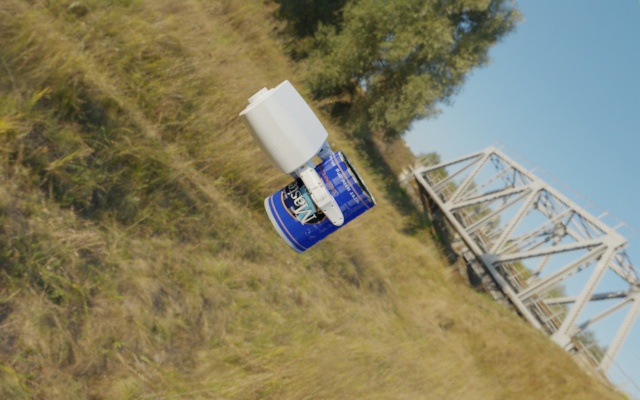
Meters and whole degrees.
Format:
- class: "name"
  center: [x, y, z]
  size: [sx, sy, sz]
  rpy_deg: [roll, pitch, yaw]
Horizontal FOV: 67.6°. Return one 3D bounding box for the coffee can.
- class: "coffee can"
  center: [0.000, 0.003, 0.735]
  size: [0.140, 0.103, 0.103]
  rpy_deg: [-33, -6, 10]
